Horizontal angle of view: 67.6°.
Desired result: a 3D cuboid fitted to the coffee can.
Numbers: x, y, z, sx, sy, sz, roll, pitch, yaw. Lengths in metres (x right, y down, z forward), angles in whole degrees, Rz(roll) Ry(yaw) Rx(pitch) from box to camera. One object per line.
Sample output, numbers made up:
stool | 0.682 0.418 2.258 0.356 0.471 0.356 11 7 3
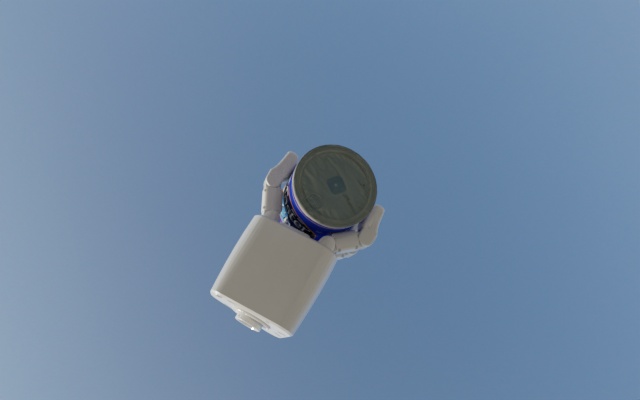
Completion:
coffee can | 0.000 0.002 0.618 0.103 0.102 0.140 0 -17 -16
